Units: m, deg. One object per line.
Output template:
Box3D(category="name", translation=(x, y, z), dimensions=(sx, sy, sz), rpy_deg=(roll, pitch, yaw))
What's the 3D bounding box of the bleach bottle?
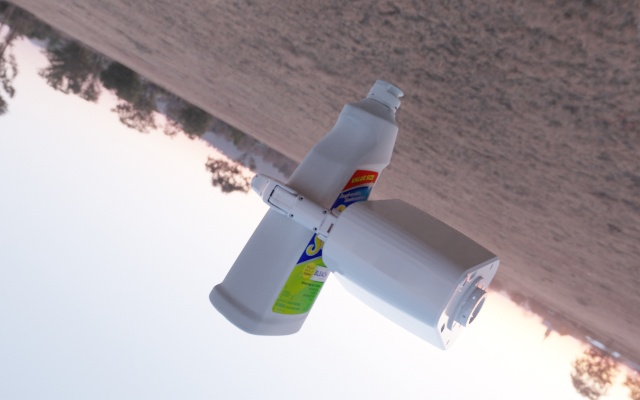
Box3D(category="bleach bottle", translation=(0.000, 0.001, 0.444), dimensions=(0.068, 0.251, 0.102), rpy_deg=(31, 3, 32))
